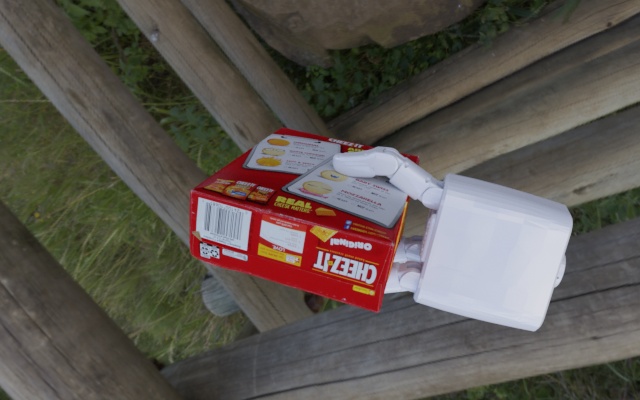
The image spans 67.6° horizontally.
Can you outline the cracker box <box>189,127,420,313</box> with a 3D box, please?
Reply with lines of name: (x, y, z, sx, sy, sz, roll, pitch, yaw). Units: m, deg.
cracker box: (0.000, 0.001, 0.457, 0.164, 0.072, 0.213, 14, 25, 11)
